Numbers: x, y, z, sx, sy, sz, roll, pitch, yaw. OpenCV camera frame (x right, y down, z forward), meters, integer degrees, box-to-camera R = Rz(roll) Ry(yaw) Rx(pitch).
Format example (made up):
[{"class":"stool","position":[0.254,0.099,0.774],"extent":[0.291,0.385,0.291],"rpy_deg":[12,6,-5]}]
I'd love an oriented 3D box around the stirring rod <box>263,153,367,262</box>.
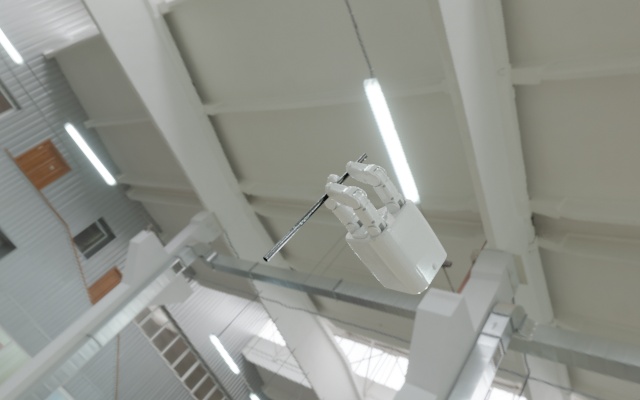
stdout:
[{"class":"stirring rod","position":[0.000,0.002,0.660],"extent":[0.011,0.011,0.239],"rpy_deg":[0,36,45]}]
